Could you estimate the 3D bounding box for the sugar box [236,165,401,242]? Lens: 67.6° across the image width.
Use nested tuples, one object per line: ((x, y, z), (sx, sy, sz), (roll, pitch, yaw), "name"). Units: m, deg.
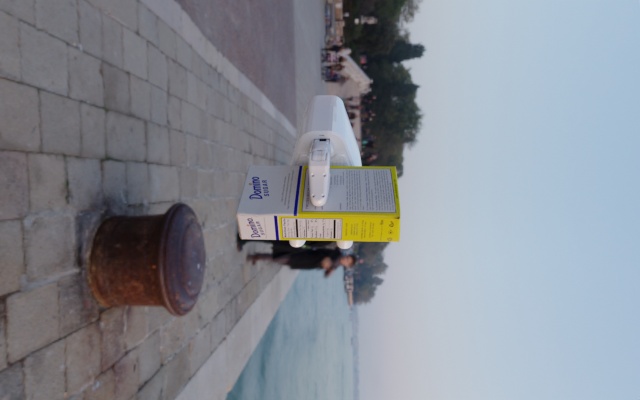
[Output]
((0.000, 0.002, 0.545), (0.176, 0.048, 0.093), (-1, 39, 4), "sugar box")
